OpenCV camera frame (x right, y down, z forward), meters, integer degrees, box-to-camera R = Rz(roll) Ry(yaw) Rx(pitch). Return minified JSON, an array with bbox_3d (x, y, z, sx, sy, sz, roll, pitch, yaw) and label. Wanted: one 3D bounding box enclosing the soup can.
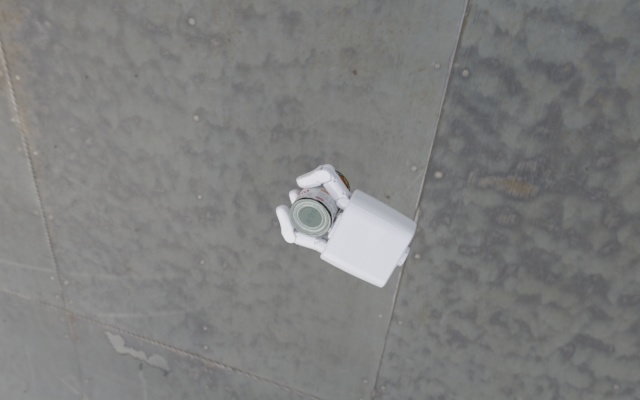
[{"bbox_3d":[0.000,0.002,0.736,0.068,0.068,0.102,0,28,21],"label":"soup can"}]
